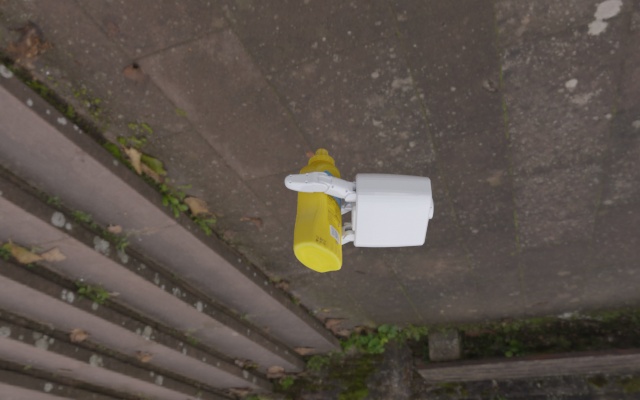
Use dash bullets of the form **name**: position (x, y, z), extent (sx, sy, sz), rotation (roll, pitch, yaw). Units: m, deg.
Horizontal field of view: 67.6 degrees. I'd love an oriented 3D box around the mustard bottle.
- **mustard bottle**: position (0.000, 0.003, 0.714), extent (0.058, 0.191, 0.096), rotation (-13, -35, 23)
